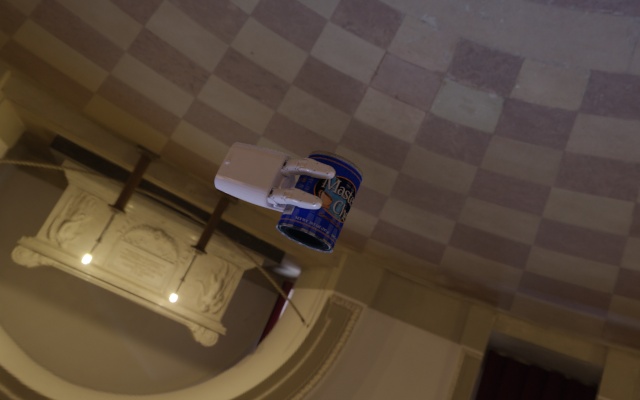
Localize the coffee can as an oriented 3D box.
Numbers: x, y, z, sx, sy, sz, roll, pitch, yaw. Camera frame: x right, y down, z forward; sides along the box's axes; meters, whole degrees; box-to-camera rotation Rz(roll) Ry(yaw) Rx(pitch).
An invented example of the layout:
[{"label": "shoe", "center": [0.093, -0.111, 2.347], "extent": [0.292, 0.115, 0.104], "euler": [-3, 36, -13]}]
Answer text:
[{"label": "coffee can", "center": [0.000, 0.003, 0.801], "extent": [0.103, 0.140, 0.103], "euler": [22, -18, 7]}]
